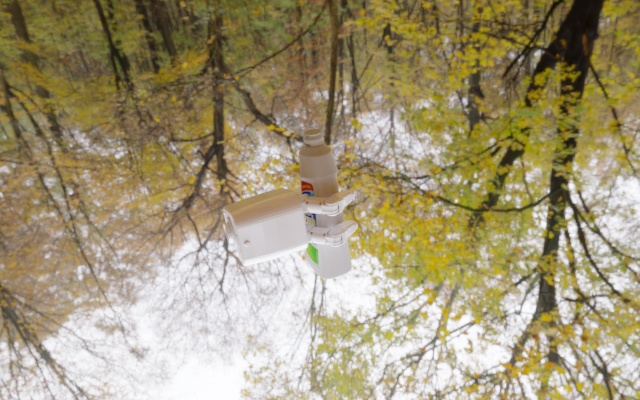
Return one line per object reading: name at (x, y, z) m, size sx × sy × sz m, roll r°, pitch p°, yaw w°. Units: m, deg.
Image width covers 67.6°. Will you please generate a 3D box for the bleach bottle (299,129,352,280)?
bleach bottle at (0.000, 0.003, 0.793) m, size 0.068 × 0.251 × 0.102 m, roll -17°, pitch 28°, yaw -17°
